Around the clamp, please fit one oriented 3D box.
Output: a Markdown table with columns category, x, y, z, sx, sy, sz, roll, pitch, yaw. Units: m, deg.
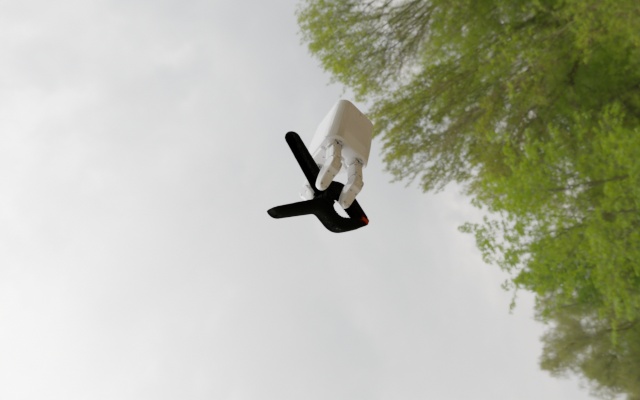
| category | x | y | z | sx | sy | sz | roll | pitch | yaw |
| --- | --- | --- | --- | --- | --- | --- | --- | --- | --- |
| clamp | 0.000 | 0.003 | 0.798 | 0.210 | 0.164 | 0.036 | 39 | -41 | -28 |
